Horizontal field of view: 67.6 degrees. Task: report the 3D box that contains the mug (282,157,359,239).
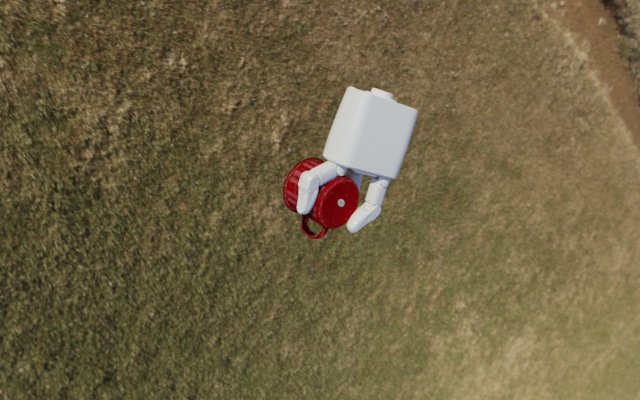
[{"bbox_3d":[0.000,0.004,0.720,0.093,0.117,0.081,5,18,-43],"label":"mug"}]
